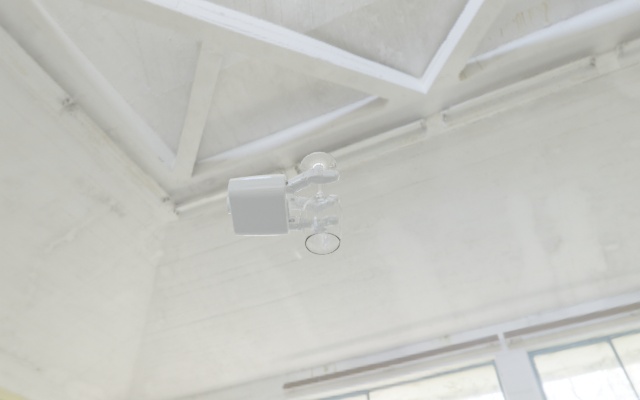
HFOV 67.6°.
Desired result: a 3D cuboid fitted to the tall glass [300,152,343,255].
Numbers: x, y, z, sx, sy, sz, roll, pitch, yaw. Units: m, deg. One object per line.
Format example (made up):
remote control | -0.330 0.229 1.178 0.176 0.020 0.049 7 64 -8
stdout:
tall glass | 0.000 0.002 0.889 0.079 0.200 0.079 -2 -44 -2
